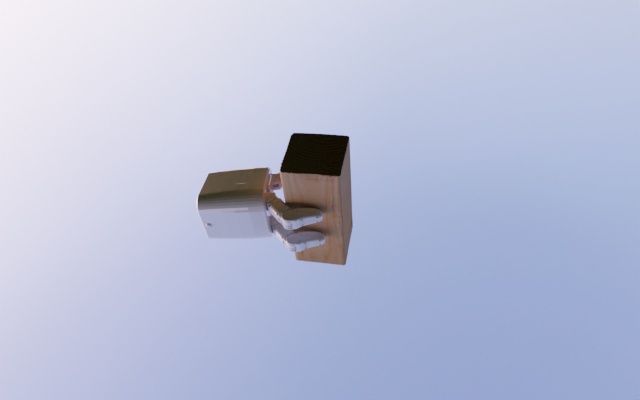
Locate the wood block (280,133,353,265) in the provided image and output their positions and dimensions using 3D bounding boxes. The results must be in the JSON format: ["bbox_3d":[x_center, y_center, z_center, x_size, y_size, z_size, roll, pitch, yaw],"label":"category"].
[{"bbox_3d":[0.000,0.002,0.759,0.090,0.090,0.206,4,-42,10],"label":"wood block"}]
